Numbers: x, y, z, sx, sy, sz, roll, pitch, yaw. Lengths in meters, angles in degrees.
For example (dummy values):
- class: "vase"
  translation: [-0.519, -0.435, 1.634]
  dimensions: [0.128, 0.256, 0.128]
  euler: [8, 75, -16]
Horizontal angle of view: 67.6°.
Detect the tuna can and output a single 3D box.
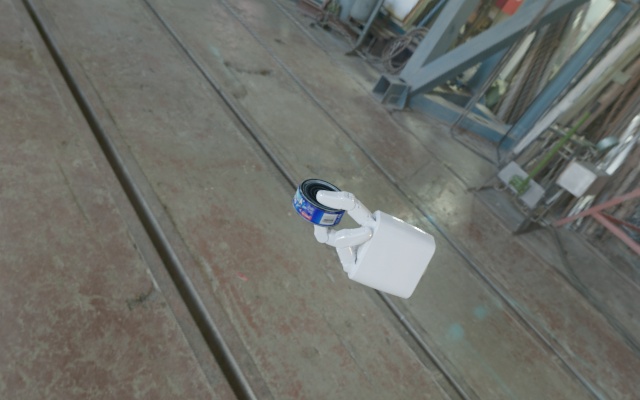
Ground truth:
- class: "tuna can"
  translation: [0.000, 0.002, 0.770]
  dimensions: [0.086, 0.034, 0.086]
  euler: [18, 33, -12]
